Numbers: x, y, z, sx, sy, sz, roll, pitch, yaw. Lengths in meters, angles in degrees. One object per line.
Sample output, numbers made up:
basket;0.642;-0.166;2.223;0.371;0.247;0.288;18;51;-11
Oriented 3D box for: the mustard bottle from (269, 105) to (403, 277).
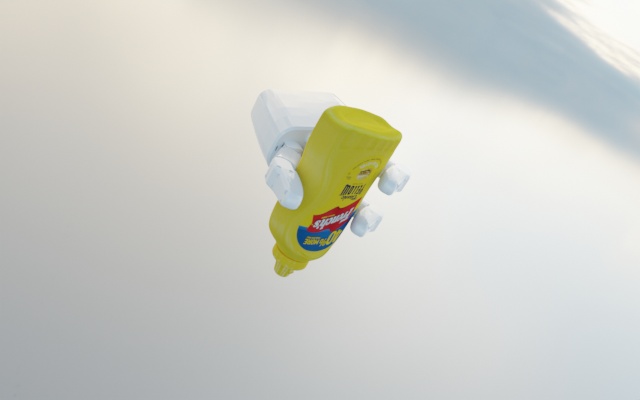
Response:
mustard bottle;0.000;0.002;0.475;0.096;0.192;0.058;-5;42;-51
